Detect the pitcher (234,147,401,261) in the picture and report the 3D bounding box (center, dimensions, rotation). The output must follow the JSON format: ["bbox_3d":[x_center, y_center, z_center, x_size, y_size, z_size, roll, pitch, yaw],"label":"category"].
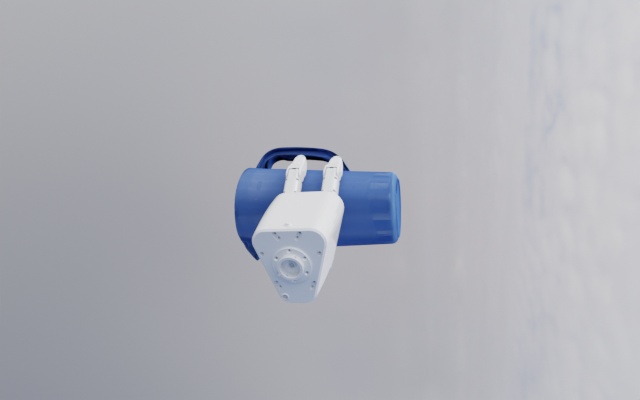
[{"bbox_3d":[0.000,0.003,0.743,0.243,0.149,0.145,-1,22,13],"label":"pitcher"}]
